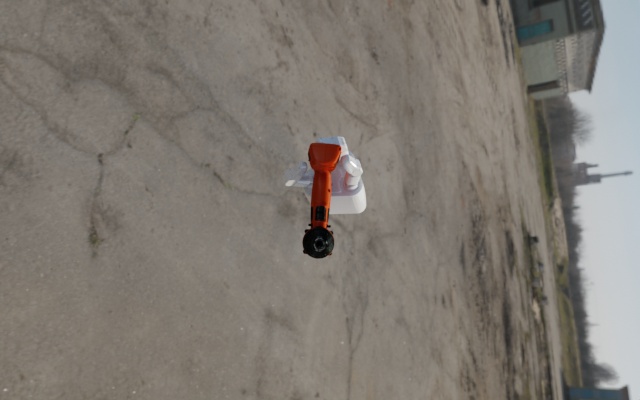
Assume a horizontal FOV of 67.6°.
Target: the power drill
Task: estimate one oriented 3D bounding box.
[{"bbox_3d":[0.000,0.002,0.796,0.057,0.187,0.184,6,-4,-3],"label":"power drill"}]
